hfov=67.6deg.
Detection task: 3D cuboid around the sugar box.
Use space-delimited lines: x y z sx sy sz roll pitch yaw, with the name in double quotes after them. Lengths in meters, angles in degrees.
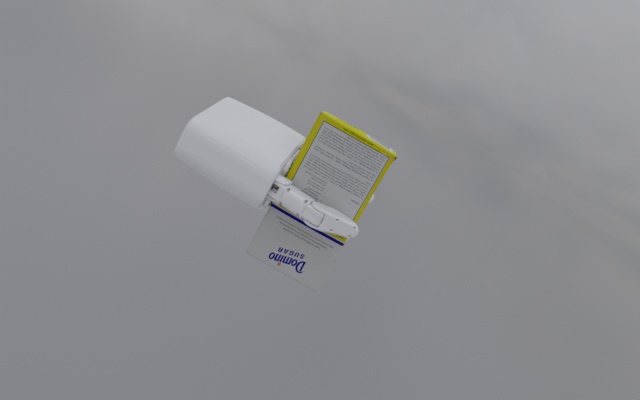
0.000 0.001 0.526 0.093 0.176 0.048 30 15 0 "sugar box"
